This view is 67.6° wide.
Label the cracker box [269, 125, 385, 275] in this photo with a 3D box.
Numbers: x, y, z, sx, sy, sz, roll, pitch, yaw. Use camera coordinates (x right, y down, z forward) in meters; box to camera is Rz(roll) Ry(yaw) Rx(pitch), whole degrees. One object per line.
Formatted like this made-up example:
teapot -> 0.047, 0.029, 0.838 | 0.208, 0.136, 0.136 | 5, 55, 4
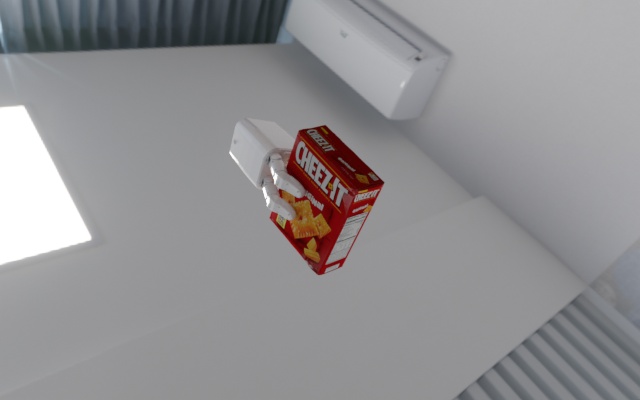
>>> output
cracker box -> 0.000, 0.003, 0.845 | 0.072, 0.214, 0.164 | -17, 53, -38
